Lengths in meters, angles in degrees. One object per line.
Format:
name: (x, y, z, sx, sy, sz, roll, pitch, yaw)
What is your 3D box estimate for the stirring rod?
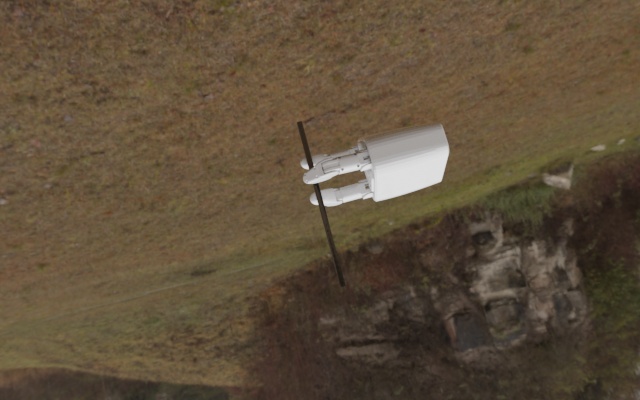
stirring rod: (0.000, 0.002, 0.667, 0.011, 0.239, 0.011, -14, -9, -2)
